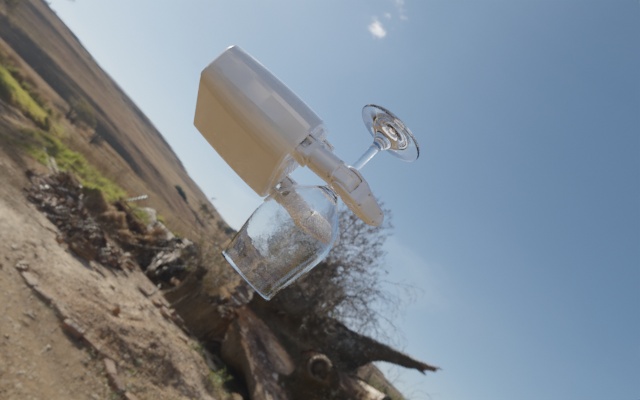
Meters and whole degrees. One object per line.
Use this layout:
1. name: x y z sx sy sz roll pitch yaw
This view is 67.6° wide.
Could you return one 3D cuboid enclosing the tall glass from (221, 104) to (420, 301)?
1. tall glass: 0.001 0.001 0.453 0.201 0.079 0.079 -45 12 -12
